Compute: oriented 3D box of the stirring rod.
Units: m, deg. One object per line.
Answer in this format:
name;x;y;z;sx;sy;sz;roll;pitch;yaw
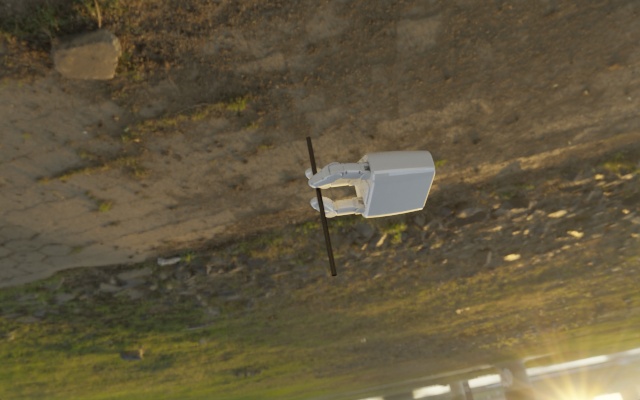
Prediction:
stirring rod;0.000;0.002;0.751;0.011;0.239;0.011;-9;-24;-4
